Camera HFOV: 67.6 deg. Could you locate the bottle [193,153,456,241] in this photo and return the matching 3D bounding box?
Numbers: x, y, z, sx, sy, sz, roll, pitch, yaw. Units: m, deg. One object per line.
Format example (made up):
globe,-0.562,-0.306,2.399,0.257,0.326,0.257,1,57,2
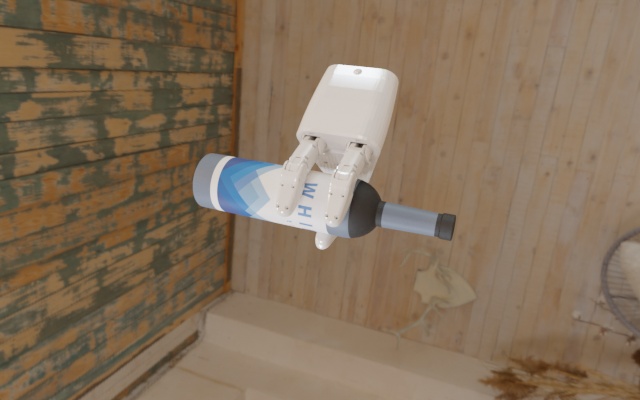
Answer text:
bottle,0.000,0.002,0.537,0.295,0.069,0.069,11,3,18
